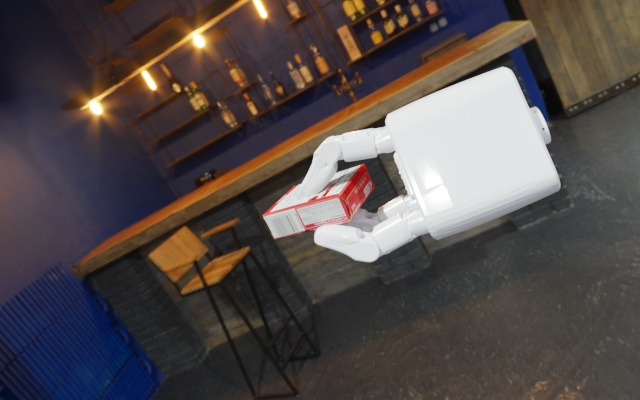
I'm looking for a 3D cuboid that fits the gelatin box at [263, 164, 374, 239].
[{"bbox_3d":[0.000,0.001,0.463,0.089,0.030,0.073,-15,18,29],"label":"gelatin box"}]
